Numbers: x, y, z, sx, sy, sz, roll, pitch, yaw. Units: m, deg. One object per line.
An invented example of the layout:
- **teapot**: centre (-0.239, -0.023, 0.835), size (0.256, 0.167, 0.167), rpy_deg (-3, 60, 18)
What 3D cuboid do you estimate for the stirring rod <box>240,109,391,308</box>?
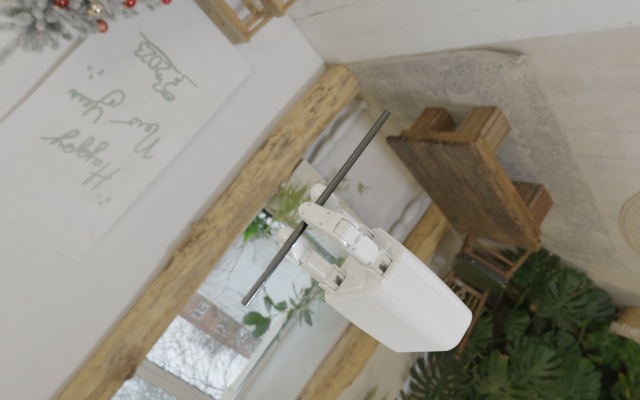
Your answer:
- **stirring rod**: centre (0.000, 0.001, 0.462), size (0.011, 0.239, 0.011), rpy_deg (34, -16, 11)
